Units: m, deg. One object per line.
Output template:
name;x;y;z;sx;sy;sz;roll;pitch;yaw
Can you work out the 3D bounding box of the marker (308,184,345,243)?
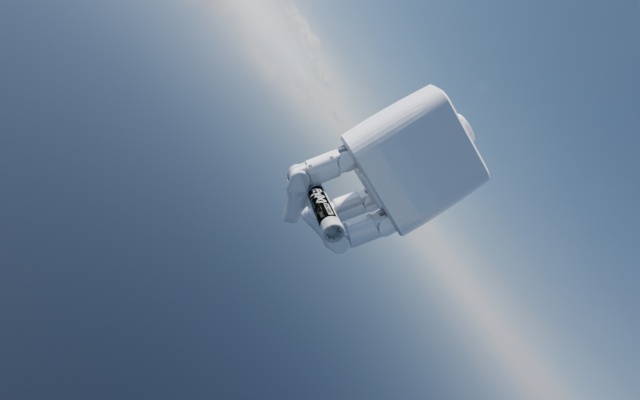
marker;0.000;0.002;0.454;0.020;0.020;0.121;0;26;-12
